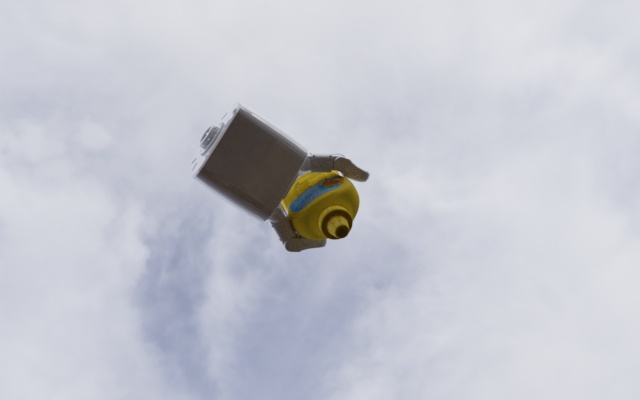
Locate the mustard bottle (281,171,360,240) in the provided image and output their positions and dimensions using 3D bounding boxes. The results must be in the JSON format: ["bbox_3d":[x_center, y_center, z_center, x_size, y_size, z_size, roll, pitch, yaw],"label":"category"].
[{"bbox_3d":[0.000,0.002,0.634,0.096,0.058,0.191,-30,25,-3],"label":"mustard bottle"}]
